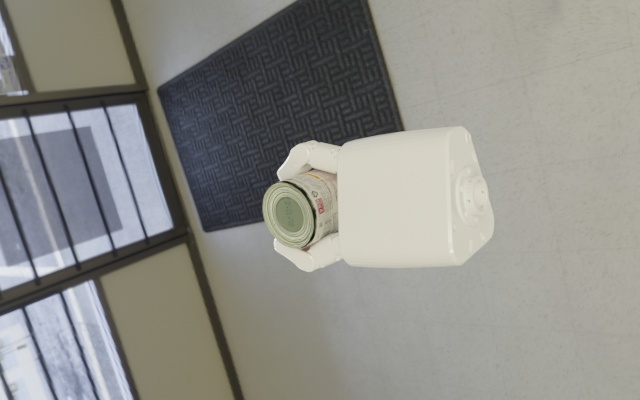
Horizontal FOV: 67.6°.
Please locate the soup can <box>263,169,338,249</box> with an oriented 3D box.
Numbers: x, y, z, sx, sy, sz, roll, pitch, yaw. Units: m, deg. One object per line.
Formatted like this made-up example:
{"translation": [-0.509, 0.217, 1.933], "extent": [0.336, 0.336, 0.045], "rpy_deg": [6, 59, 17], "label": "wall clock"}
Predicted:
{"translation": [-0.001, 0.002, 0.484], "extent": [0.068, 0.068, 0.102], "rpy_deg": [0, 15, 40], "label": "soup can"}
